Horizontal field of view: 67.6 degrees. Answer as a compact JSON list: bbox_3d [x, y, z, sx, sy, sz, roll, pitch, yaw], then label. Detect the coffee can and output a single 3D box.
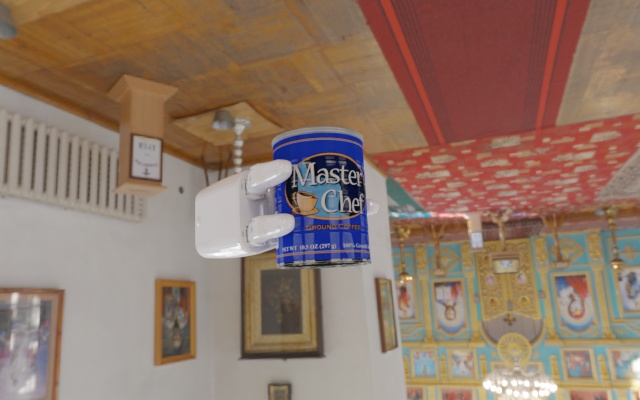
[{"bbox_3d":[0.000,0.002,0.524,0.103,0.140,0.103,-3,-10,-1],"label":"coffee can"}]
